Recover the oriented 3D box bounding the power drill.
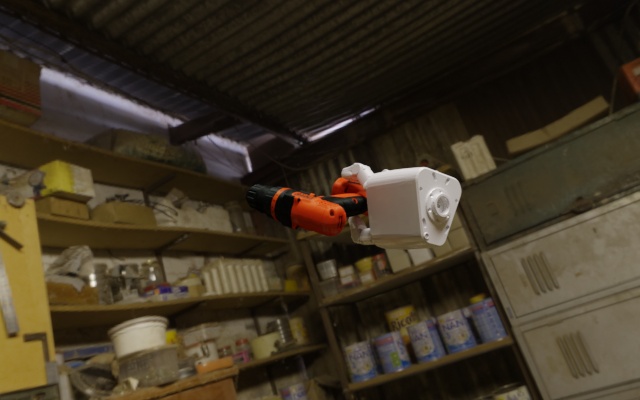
[{"bbox_3d":[0.001,0.002,0.761,0.184,0.057,0.187,18,21,37],"label":"power drill"}]
